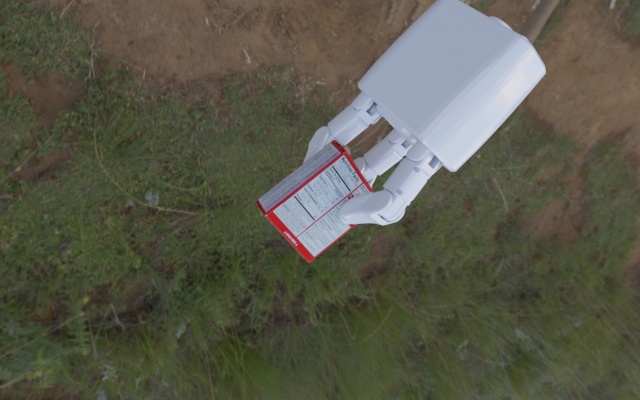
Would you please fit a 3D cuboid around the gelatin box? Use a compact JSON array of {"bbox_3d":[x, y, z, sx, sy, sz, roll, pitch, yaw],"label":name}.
[{"bbox_3d":[0.000,0.002,0.425,0.073,0.089,0.030,51,-1,-38],"label":"gelatin box"}]
